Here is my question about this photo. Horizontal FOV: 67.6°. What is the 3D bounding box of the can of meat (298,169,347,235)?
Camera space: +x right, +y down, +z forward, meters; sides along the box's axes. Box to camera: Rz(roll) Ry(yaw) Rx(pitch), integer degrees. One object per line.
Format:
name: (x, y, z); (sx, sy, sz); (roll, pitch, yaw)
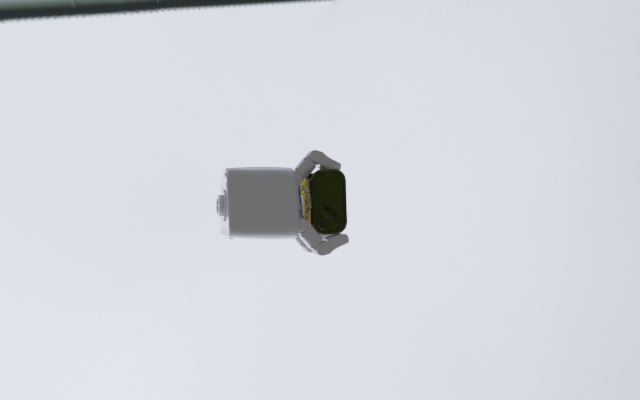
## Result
can of meat: (0.000, 0.002, 0.774); (0.057, 0.102, 0.084); (-2, 0, -20)
